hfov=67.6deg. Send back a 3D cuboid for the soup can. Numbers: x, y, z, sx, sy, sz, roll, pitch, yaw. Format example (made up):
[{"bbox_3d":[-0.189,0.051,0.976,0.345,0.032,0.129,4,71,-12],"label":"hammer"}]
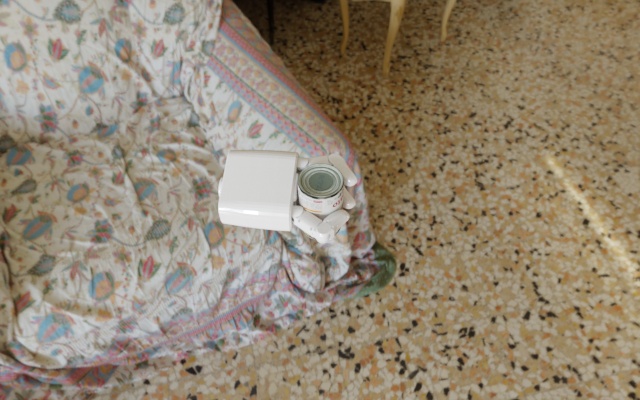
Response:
[{"bbox_3d":[0.001,0.002,0.711,0.068,0.068,0.102,0,-39,0],"label":"soup can"}]
